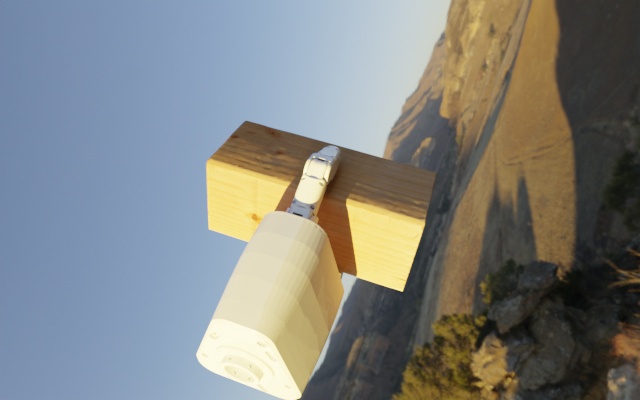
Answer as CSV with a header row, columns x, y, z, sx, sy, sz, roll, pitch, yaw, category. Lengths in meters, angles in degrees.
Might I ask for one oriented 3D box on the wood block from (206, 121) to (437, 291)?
x,y,z,sx,sy,sz,roll,pitch,yaw,category
0.000,0.002,0.481,0.206,0.091,0.090,17,39,10,wood block
